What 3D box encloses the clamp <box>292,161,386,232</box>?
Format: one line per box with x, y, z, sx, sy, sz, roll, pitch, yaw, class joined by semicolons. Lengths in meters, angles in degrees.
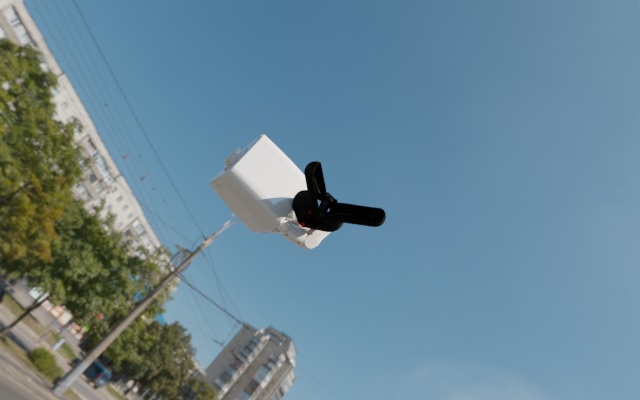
0.000;0.002;0.651;0.120;0.039;0.171;45;-29;-15;clamp
